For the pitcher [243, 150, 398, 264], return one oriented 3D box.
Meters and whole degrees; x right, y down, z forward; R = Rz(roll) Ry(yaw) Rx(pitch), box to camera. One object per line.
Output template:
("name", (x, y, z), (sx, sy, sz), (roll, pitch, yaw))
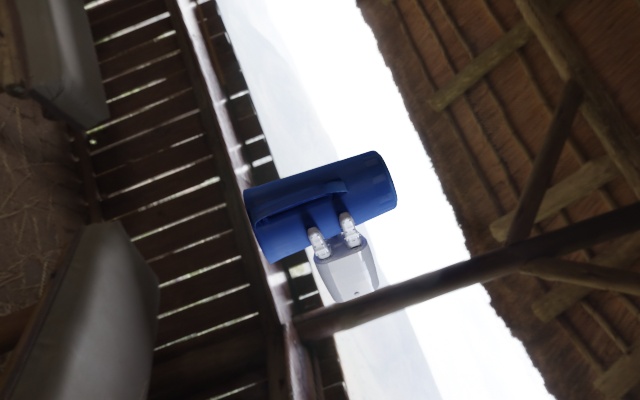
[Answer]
("pitcher", (0.000, 0.003, 0.794), (0.243, 0.145, 0.149), (-21, 32, 1))
